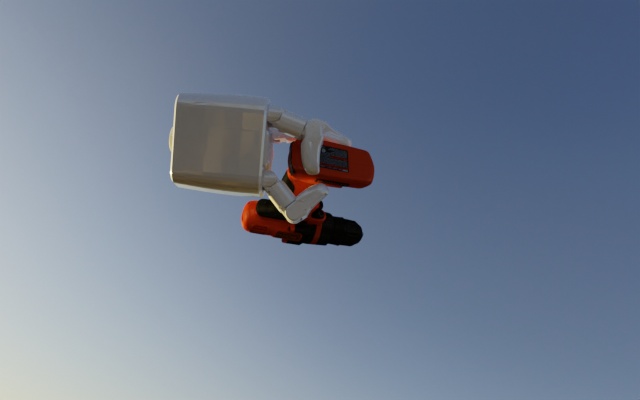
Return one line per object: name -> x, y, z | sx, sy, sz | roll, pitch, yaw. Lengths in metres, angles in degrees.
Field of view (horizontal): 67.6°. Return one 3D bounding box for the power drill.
power drill -> 0.000, 0.002, 0.646 | 0.184, 0.057, 0.188 | 9, -36, -19
